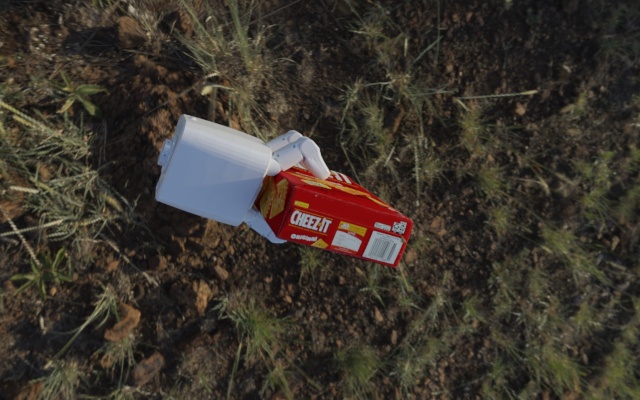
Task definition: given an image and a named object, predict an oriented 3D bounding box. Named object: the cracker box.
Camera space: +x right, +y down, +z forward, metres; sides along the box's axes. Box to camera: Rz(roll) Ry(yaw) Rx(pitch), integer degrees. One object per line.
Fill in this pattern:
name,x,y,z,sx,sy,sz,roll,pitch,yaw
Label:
cracker box,0.000,0.002,0.638,0.164,0.072,0.213,16,11,-23
